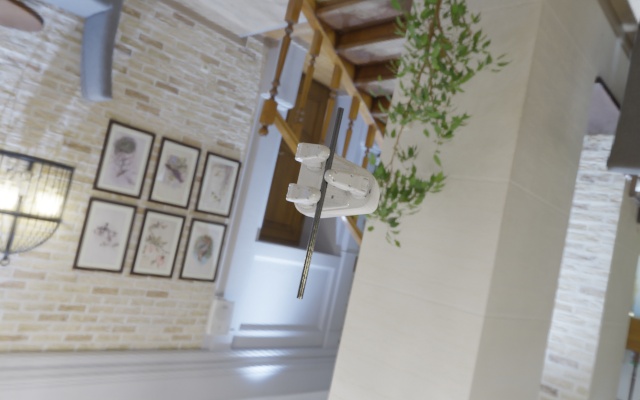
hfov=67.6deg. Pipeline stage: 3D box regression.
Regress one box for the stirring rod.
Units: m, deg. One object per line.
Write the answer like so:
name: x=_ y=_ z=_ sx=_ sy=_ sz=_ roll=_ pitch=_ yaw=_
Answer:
stirring rod: x=0.000 y=0.002 z=0.589 sx=0.011 sy=0.239 sz=0.011 roll=12 pitch=-4 yaw=1
